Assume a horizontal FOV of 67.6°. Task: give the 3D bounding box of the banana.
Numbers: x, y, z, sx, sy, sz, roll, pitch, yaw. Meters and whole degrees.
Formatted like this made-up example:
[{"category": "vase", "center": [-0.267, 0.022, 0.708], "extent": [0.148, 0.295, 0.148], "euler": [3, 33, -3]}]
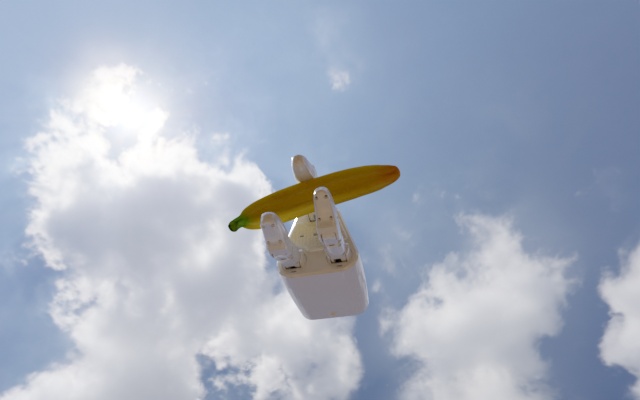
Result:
[{"category": "banana", "center": [-0.008, -0.002, 0.544], "extent": [0.198, 0.037, 0.069], "euler": [-20, 19, -9]}]
